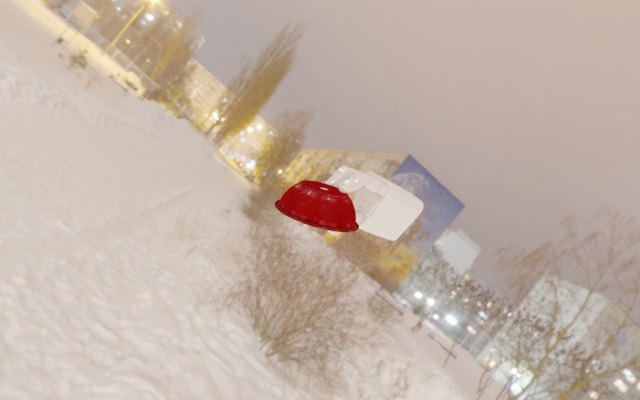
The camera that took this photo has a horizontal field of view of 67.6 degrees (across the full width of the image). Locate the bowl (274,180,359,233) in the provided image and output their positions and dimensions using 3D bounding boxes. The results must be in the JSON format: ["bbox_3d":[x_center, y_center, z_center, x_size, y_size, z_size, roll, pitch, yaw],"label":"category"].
[{"bbox_3d":[-0.001,0.002,0.871,0.162,0.055,0.162,15,13,-4],"label":"bowl"}]
